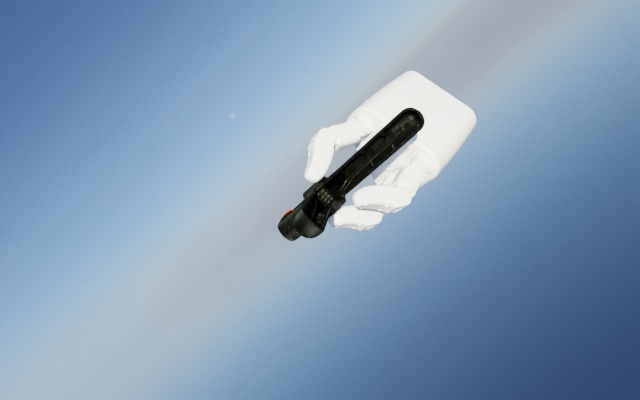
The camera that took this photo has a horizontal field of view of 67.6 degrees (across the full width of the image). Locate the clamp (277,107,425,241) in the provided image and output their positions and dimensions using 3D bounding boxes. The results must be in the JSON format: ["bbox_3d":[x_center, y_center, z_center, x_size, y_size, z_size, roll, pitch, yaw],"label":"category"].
[{"bbox_3d":[-0.001,0.001,0.474,0.164,0.036,0.210,-44,3,-34],"label":"clamp"}]
